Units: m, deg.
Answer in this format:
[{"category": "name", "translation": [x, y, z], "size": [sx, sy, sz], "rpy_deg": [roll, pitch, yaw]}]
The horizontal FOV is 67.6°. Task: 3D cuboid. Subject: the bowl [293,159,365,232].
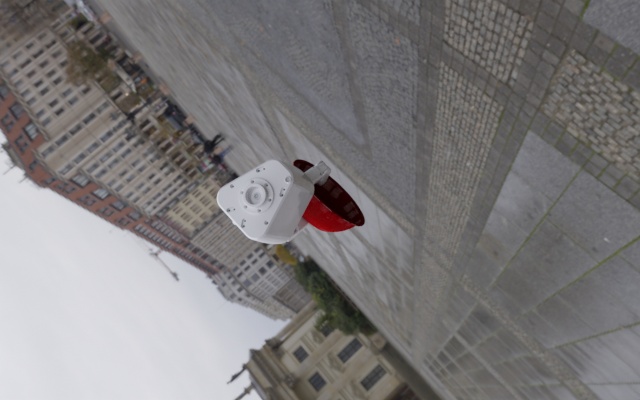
[{"category": "bowl", "translation": [0.001, 0.003, 0.827], "size": [0.162, 0.055, 0.162], "rpy_deg": [38, 18, -15]}]
